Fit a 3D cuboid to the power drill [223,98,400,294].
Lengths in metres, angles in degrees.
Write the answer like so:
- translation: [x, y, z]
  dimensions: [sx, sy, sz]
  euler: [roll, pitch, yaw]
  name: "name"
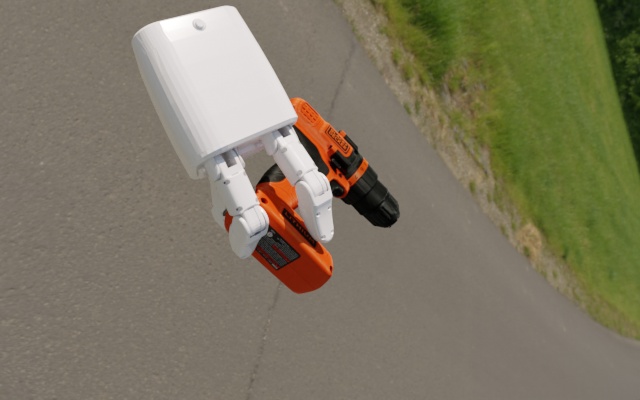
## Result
- translation: [0.000, 0.002, 0.482]
  dimensions: [0.057, 0.184, 0.187]
  euler: [-37, 15, 37]
  name: "power drill"
